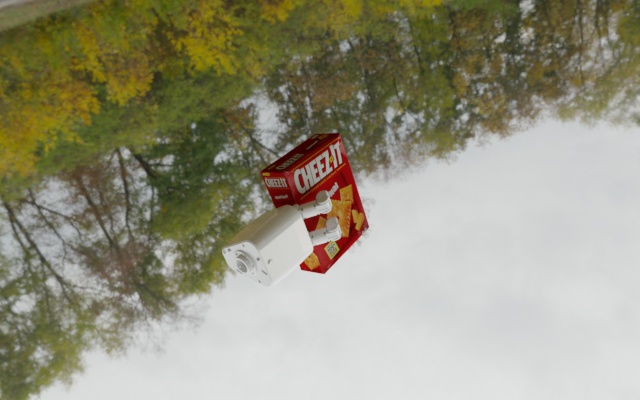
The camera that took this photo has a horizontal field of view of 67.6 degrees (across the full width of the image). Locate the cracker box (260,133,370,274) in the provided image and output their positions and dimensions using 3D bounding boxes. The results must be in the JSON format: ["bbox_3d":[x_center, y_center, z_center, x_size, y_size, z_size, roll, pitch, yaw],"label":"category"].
[{"bbox_3d":[0.000,0.003,0.894,0.072,0.214,0.164,3,32,42],"label":"cracker box"}]
